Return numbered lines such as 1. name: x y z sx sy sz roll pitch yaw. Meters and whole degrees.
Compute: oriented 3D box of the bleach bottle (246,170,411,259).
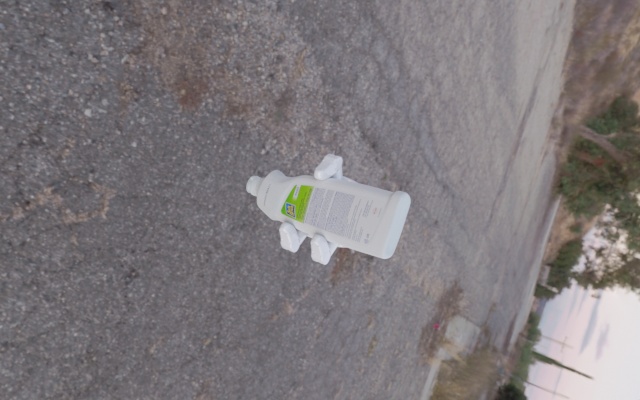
1. bleach bottle: 0.000 0.002 0.722 0.251 0.102 0.068 19 1 23
